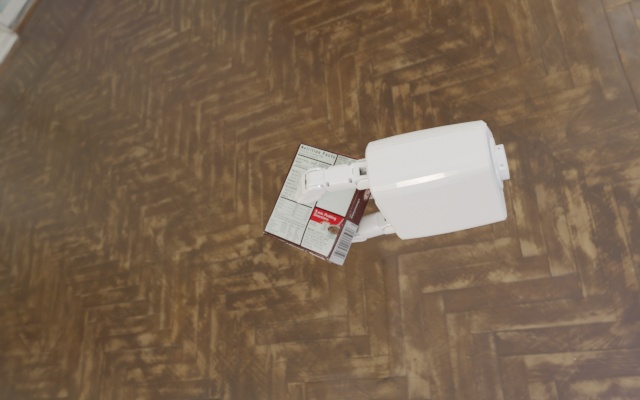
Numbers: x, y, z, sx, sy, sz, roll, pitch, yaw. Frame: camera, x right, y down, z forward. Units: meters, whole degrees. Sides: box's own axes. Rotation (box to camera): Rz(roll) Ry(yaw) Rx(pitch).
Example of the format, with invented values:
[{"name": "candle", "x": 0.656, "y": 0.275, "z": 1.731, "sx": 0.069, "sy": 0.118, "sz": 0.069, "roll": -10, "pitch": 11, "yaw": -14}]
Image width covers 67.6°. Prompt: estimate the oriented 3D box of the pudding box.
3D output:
[{"name": "pudding box", "x": 0.000, "y": 0.002, "z": 0.517, "sx": 0.090, "sy": 0.113, "sz": 0.039, "roll": 20, "pitch": -7, "yaw": 30}]
